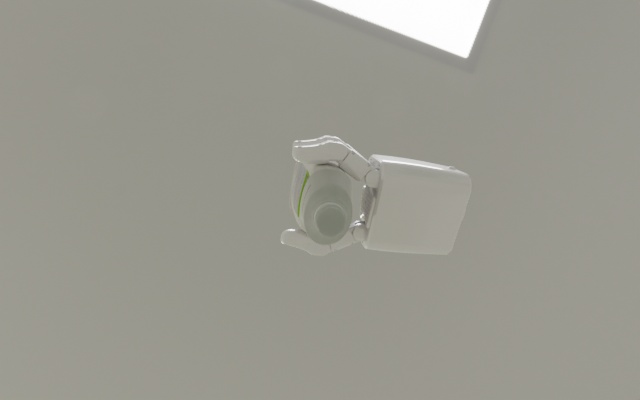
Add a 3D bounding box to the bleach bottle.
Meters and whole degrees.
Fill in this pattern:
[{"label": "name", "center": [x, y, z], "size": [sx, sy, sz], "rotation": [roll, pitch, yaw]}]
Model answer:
[{"label": "bleach bottle", "center": [0.000, 0.002, 0.572], "size": [0.068, 0.102, 0.250], "rotation": [8, 12, -6]}]
